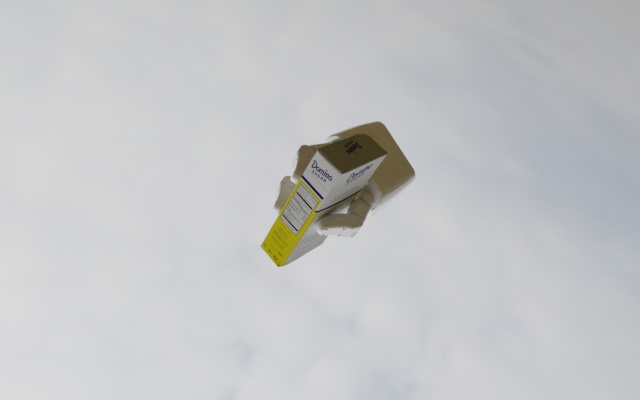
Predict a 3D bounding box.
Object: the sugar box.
[{"bbox_3d":[0.000,0.002,0.575,0.093,0.048,0.176,-26,-26,-47],"label":"sugar box"}]
